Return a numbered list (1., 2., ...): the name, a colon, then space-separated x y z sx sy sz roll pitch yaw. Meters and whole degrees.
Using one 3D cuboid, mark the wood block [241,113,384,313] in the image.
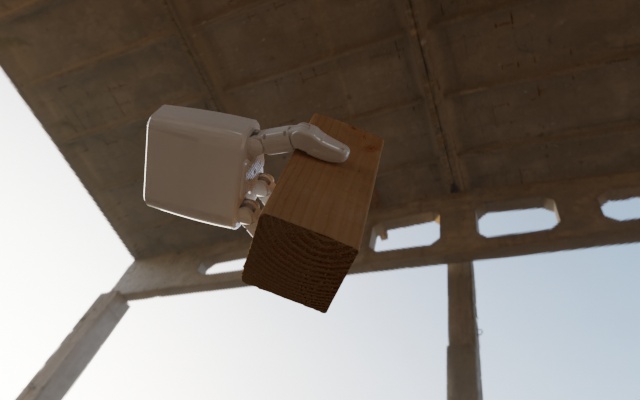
1. wood block: 0.000 0.001 0.502 0.090 0.091 0.206 21 37 -1
